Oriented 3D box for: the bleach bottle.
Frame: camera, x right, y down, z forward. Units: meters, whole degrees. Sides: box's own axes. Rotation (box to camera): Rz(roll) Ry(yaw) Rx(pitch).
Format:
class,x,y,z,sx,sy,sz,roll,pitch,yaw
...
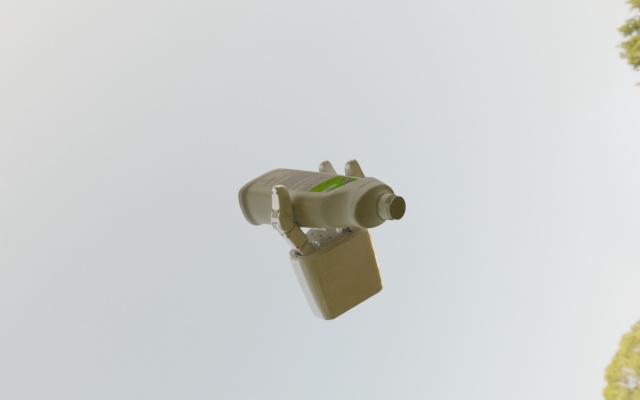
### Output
class,x,y,z,sx,sy,sz,roll,pitch,yaw
bleach bottle,0.000,0.002,0.633,0.102,0.068,0.251,-34,26,-34
